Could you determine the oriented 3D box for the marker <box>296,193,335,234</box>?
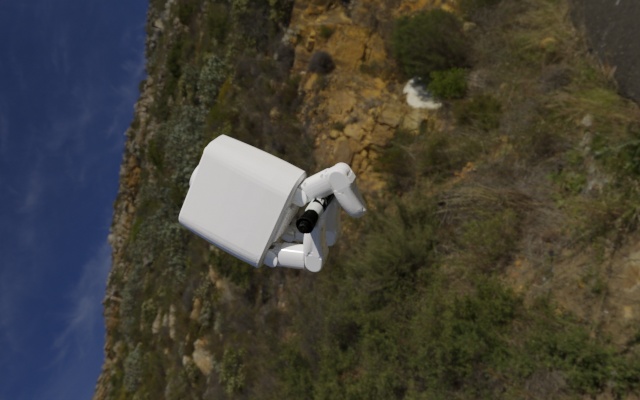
[{"bbox_3d":[0.000,0.002,0.511,0.020,0.020,0.121,0,25,19],"label":"marker"}]
